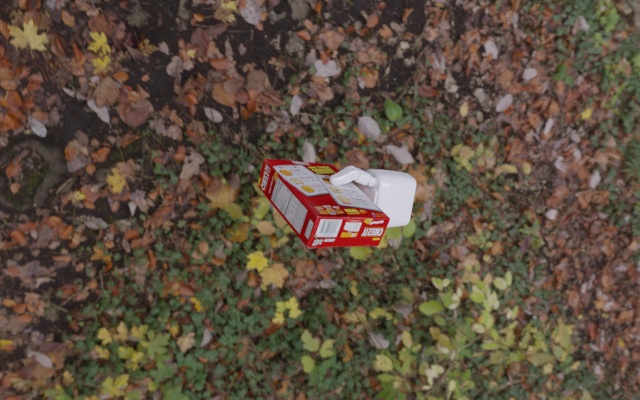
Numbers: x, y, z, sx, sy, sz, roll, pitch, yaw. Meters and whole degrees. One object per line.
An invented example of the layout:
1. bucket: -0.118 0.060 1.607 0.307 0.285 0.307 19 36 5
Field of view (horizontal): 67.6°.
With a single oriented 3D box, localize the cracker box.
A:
1. cracker box: 0.000 0.003 0.894 0.164 0.072 0.213 2 29 -36
